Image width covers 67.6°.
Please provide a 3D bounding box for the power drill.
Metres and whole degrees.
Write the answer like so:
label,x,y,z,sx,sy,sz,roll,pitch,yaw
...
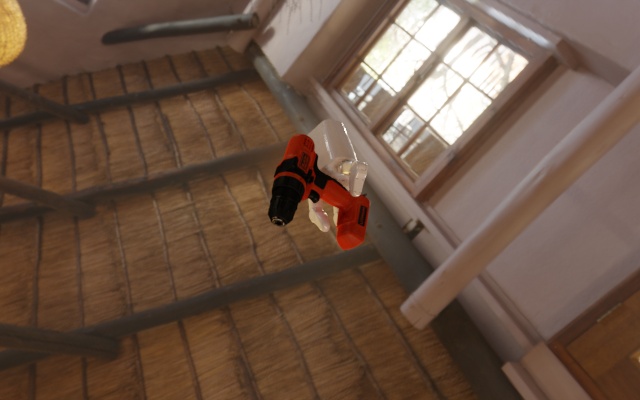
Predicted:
label,x,y,z,sx,sy,sz,roll,pitch,yaw
power drill,0.000,0.003,0.796,0.057,0.184,0.188,-23,-51,38
